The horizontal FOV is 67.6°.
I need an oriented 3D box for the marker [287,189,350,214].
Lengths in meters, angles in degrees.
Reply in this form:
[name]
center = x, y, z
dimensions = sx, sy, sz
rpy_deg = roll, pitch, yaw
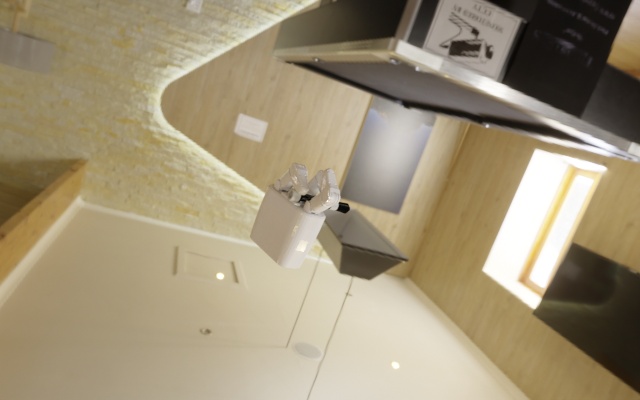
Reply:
[marker]
center = 0.000, 0.003, 0.800
dimensions = 0.121, 0.020, 0.020
rpy_deg = 14, -8, -33
